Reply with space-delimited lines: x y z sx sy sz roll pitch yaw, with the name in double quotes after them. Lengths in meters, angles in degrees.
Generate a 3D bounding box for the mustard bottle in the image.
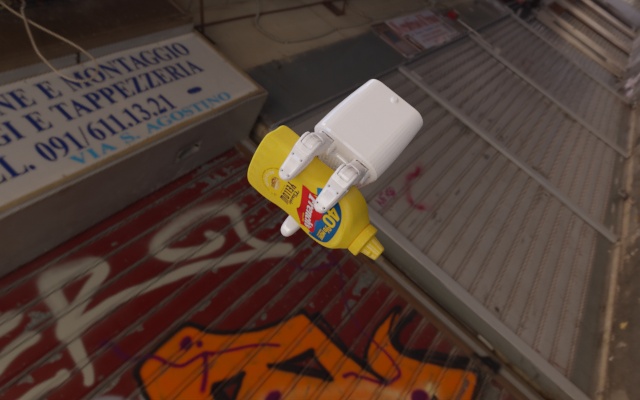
0.000 0.002 0.584 0.058 0.191 0.096 -40 -13 -45 "mustard bottle"
